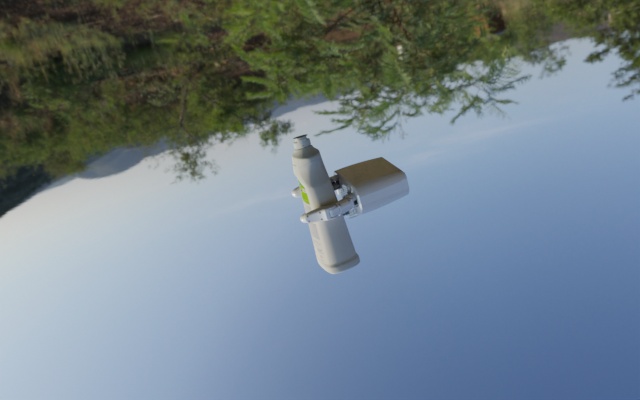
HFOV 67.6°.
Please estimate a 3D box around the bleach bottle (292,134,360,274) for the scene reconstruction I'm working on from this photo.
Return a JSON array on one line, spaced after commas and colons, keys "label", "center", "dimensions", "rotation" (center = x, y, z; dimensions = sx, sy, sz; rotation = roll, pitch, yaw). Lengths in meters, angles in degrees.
[{"label": "bleach bottle", "center": [0.000, 0.003, 0.881], "dimensions": [0.068, 0.251, 0.102], "rotation": [-20, 15, -16]}]
